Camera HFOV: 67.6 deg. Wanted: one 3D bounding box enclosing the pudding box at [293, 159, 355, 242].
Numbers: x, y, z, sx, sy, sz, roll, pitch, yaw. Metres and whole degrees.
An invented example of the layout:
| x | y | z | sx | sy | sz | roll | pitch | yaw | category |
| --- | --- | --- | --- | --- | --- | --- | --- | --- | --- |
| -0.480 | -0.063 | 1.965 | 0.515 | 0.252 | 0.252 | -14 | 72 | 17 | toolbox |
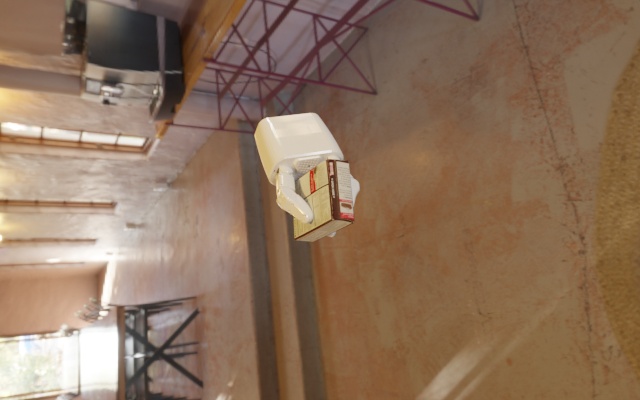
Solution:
| x | y | z | sx | sy | sz | roll | pitch | yaw | category |
| --- | --- | --- | --- | --- | --- | --- | --- | --- | --- |
| 0.000 | 0.002 | 0.671 | 0.039 | 0.090 | 0.113 | 5 | -20 | -29 | pudding box |
